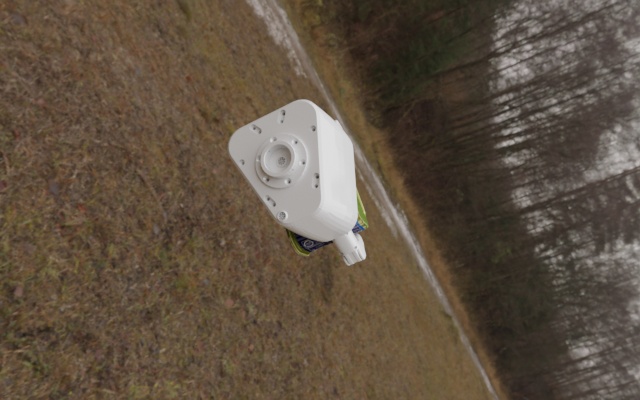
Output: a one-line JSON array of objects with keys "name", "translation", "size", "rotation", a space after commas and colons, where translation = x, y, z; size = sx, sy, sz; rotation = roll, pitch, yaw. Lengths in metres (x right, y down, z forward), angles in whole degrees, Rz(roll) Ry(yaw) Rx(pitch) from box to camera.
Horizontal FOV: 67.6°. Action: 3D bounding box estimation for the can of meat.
[{"name": "can of meat", "translation": [0.000, 0.002, 0.556], "size": [0.084, 0.102, 0.057], "rotation": [-24, -21, 13]}]
